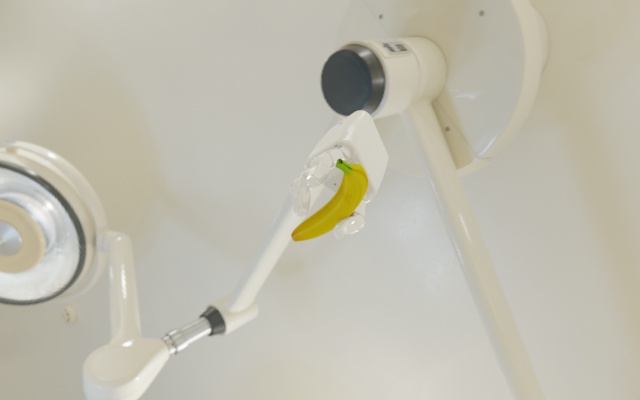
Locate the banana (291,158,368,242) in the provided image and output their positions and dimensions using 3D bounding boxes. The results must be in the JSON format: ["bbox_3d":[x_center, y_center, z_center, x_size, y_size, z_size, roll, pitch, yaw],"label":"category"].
[{"bbox_3d":[0.019,0.004,0.679,0.069,0.037,0.198,11,-39,-17],"label":"banana"}]
